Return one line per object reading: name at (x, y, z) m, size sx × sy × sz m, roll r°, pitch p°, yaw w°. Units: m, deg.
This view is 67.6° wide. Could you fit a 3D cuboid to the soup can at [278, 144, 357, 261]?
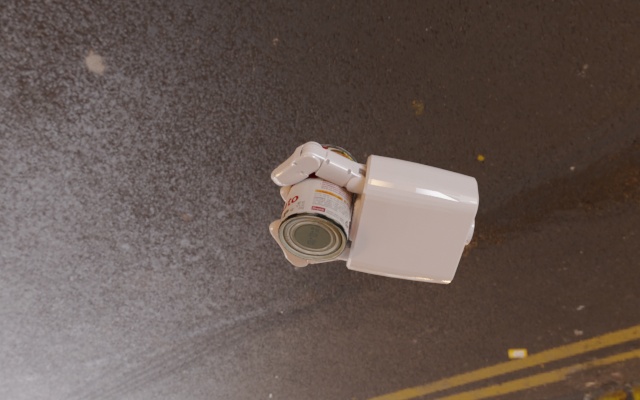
soup can at (0.000, 0.002, 0.478) m, size 0.068 × 0.069 × 0.102 m, roll 0°, pitch 44°, yaw 12°
